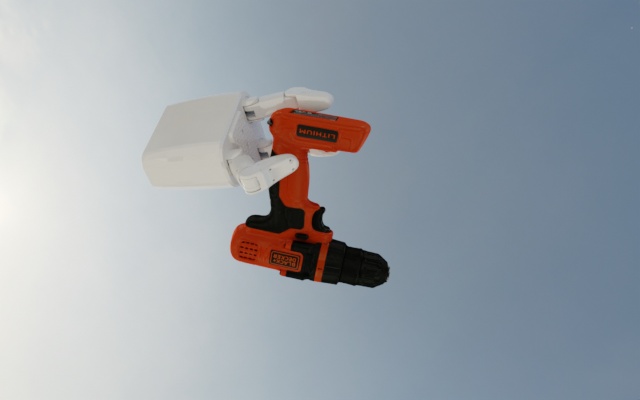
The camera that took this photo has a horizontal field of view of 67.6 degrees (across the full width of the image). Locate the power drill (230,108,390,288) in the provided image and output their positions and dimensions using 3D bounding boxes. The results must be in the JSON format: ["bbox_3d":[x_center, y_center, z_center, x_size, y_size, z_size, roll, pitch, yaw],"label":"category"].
[{"bbox_3d":[0.000,0.001,0.525,0.184,0.188,0.057,11,16,1],"label":"power drill"}]
